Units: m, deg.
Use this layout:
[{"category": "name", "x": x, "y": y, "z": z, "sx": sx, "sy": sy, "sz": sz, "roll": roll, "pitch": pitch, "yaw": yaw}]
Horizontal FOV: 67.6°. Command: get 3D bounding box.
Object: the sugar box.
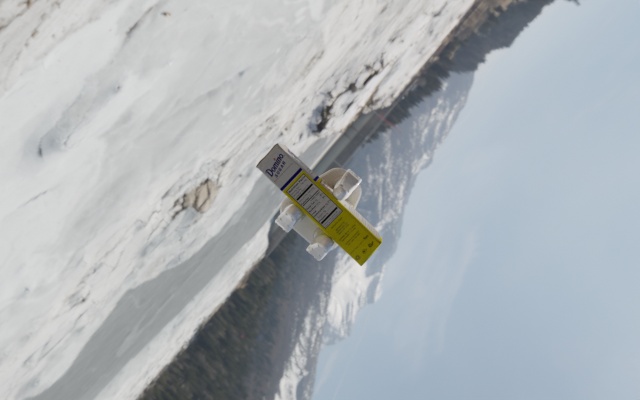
[{"category": "sugar box", "x": 0.000, "y": 0.002, "z": 0.611, "sx": 0.176, "sy": 0.048, "sz": 0.093, "roll": 41, "pitch": 5, "yaw": -1}]
